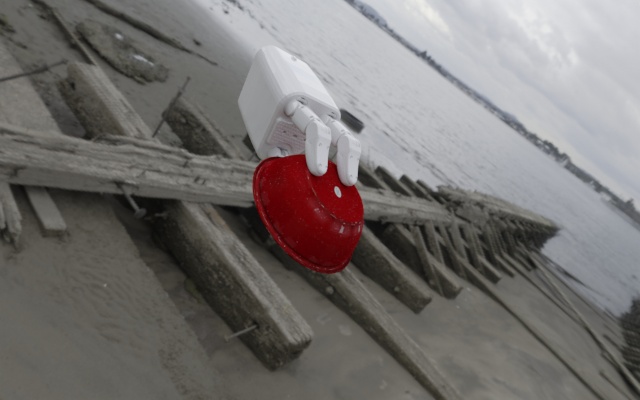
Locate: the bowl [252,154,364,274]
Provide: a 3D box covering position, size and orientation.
[{"bbox_3d":[0.001,0.003,0.559,0.055,0.162,0.162,-36,-21,31],"label":"bowl"}]
